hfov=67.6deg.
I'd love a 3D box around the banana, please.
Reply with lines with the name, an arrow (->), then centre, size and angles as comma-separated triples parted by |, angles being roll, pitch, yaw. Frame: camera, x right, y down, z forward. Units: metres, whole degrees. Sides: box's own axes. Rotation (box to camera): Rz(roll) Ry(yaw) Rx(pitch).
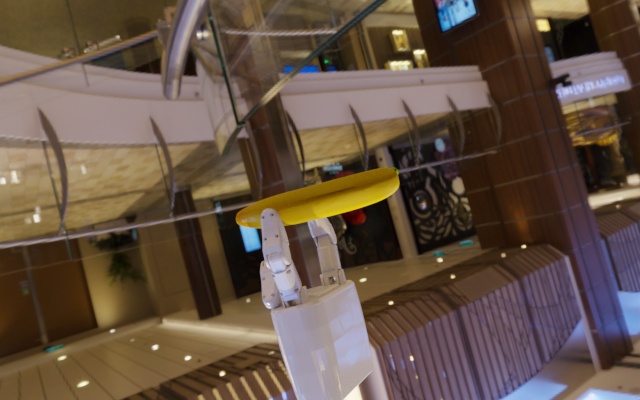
banana -> 0.007, -0.001, 0.517 | 0.198, 0.037, 0.069 | -15, -2, -12
